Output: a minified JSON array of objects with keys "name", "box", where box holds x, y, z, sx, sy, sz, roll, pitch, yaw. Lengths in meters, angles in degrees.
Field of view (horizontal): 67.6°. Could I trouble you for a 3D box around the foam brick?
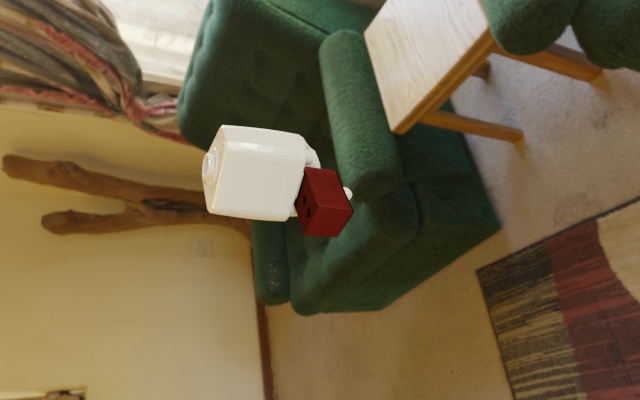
[{"name":"foam brick","box":[0.000,0.002,0.621,0.051,0.053,0.078,6,42,-28]}]
